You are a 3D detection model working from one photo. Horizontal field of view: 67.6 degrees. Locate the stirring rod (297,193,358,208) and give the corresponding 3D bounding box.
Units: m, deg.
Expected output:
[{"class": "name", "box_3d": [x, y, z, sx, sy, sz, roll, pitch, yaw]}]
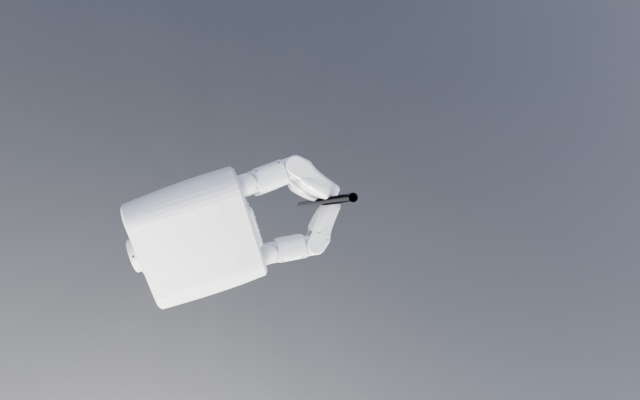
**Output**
[{"class": "stirring rod", "box_3d": [0.000, 0.002, 0.504, 0.011, 0.011, 0.239, 0, -2, -13]}]
